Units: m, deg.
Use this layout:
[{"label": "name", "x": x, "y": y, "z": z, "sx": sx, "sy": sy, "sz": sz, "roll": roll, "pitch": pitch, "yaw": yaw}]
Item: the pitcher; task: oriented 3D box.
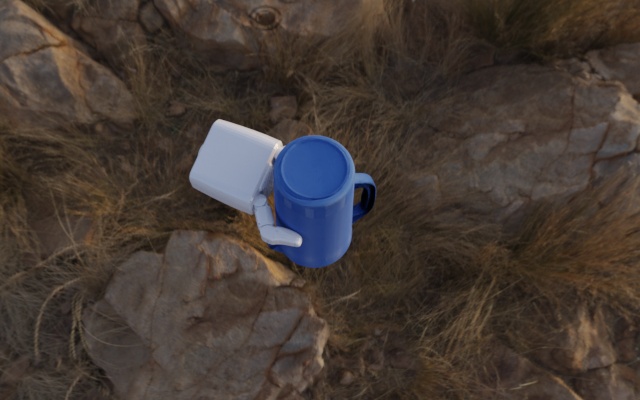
[{"label": "pitcher", "x": 0.000, "y": 0.002, "z": 0.728, "sx": 0.145, "sy": 0.149, "sz": 0.243, "roll": 23, "pitch": -22, "yaw": 9}]
